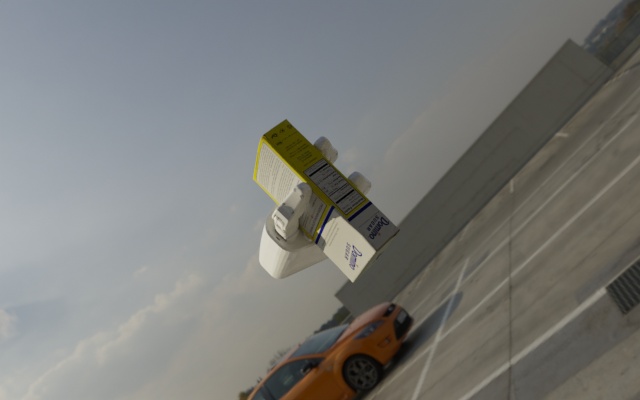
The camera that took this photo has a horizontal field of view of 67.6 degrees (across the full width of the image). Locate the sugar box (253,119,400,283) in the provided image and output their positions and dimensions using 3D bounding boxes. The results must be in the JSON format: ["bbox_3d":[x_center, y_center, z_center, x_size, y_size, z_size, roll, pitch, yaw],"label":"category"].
[{"bbox_3d":[0.000,0.001,0.533,0.048,0.176,0.093,-40,-14,-29],"label":"sugar box"}]
